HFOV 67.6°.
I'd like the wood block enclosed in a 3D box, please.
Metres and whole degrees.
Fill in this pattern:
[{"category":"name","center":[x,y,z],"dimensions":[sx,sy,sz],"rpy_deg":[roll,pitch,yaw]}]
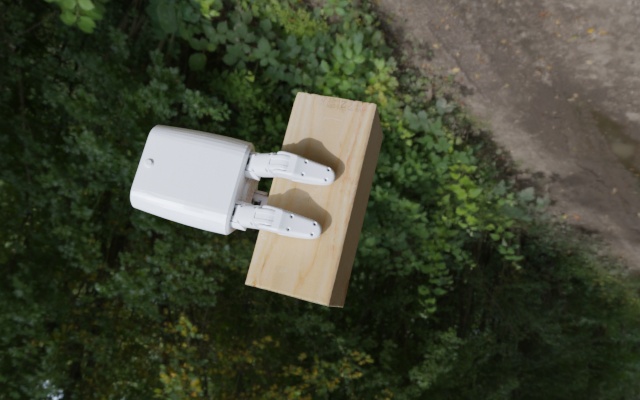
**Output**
[{"category":"wood block","center":[0.000,0.002,0.516],"dimensions":[0.090,0.206,0.091],"rpy_deg":[12,-10,14]}]
